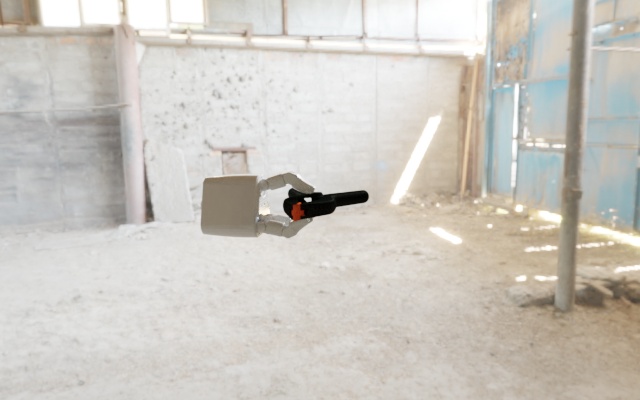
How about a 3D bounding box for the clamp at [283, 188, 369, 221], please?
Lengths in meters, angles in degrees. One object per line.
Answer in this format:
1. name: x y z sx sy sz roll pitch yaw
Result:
1. clamp: 0.000 0.002 0.863 0.164 0.036 0.210 0 9 10
